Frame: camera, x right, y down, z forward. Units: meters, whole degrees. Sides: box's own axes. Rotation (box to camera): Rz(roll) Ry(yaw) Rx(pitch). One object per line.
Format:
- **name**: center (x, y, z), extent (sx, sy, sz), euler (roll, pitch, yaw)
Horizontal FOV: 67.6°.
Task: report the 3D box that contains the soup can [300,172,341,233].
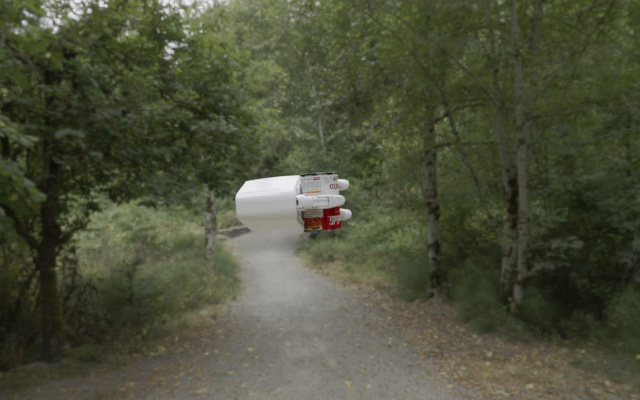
- **soup can**: center (0.001, 0.002, 0.849), extent (0.068, 0.102, 0.068), euler (-4, 1, 0)
